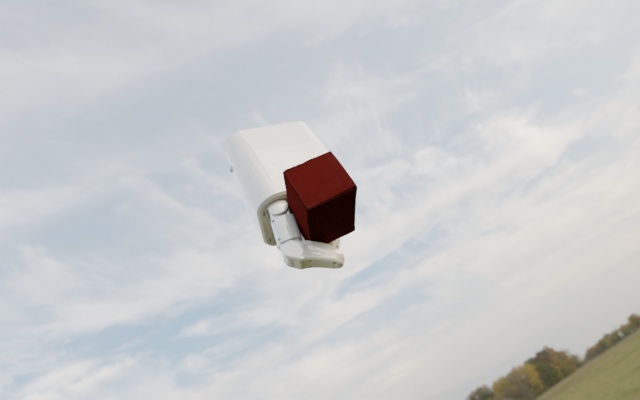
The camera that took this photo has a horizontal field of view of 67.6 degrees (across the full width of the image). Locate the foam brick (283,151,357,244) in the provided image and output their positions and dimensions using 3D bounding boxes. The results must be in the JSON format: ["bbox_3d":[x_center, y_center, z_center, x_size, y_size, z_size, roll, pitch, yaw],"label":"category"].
[{"bbox_3d":[0.000,0.001,0.461,0.053,0.051,0.078,-24,-32,-14],"label":"foam brick"}]
